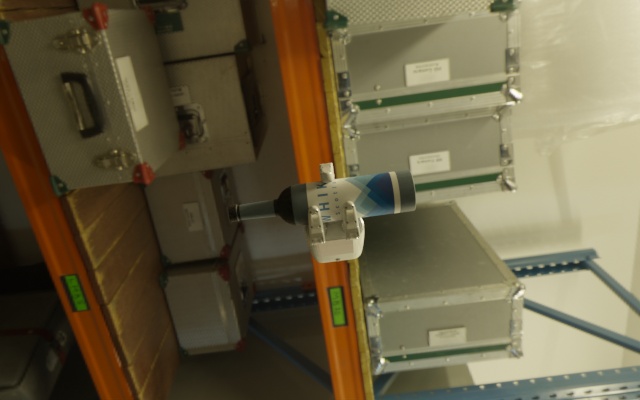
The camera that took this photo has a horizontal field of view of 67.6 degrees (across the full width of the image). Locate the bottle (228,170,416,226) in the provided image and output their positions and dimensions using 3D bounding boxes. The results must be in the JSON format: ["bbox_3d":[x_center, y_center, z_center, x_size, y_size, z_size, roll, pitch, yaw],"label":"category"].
[{"bbox_3d":[0.000,0.002,0.768,0.296,0.069,0.069,-7,0,1],"label":"bottle"}]
